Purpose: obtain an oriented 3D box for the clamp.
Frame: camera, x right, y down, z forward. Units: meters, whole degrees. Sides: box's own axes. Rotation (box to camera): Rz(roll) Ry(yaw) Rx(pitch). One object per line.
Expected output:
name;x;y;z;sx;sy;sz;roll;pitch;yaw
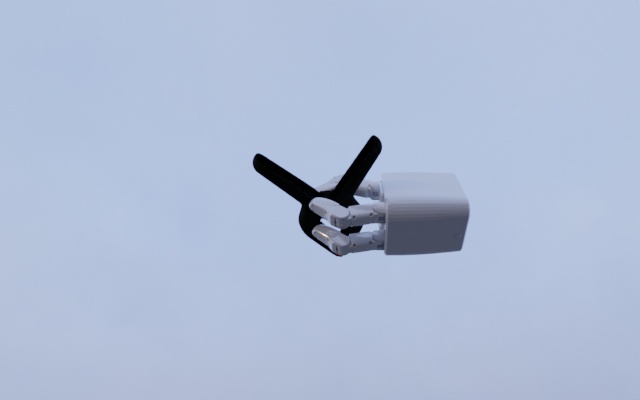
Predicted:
clamp;0.000;0.002;0.661;0.164;0.210;0.036;-2;44;3
